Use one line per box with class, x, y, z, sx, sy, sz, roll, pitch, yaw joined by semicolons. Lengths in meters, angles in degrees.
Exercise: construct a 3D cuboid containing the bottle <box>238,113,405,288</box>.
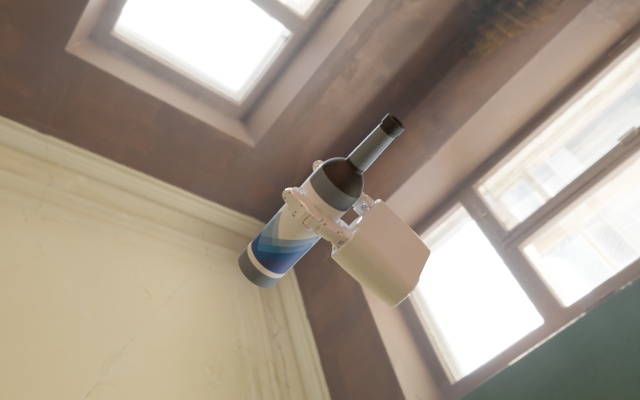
bottle;0.000;0.002;0.635;0.296;0.069;0.069;-47;-23;24
